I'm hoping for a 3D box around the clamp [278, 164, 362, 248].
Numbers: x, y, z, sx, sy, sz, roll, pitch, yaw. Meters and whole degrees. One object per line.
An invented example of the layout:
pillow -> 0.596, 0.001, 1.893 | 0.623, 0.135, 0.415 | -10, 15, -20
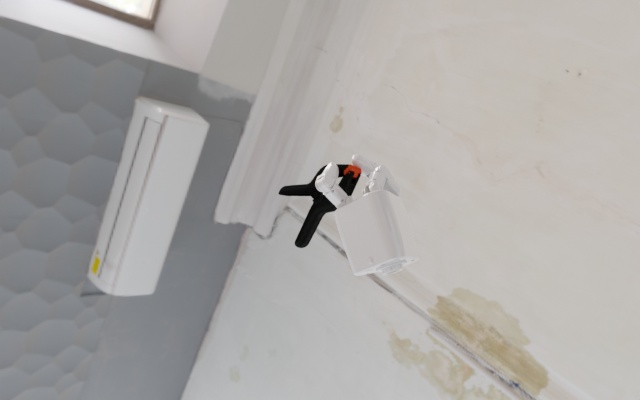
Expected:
clamp -> 0.001, 0.002, 0.798 | 0.171, 0.120, 0.039 | -29, -20, 37
